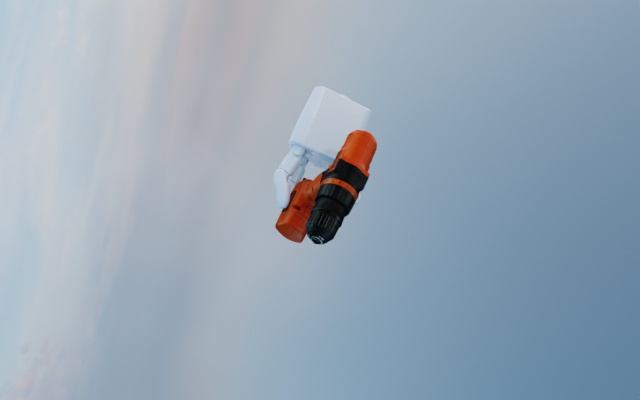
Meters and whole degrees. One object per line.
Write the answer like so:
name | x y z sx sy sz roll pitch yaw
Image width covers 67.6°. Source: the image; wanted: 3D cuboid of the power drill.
power drill | 0.000 0.002 0.696 0.057 0.184 0.188 36 -31 -13
